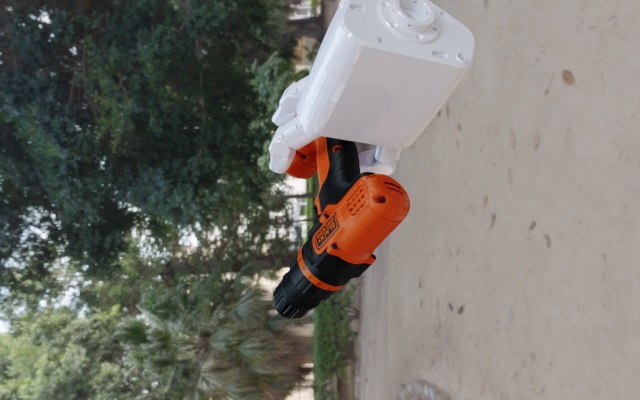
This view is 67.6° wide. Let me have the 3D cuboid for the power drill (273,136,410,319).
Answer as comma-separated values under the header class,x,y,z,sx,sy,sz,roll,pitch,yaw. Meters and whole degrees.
class,x,y,z,sx,sy,sz,roll,pitch,yaw
power drill,0.000,0.001,0.475,0.057,0.187,0.184,18,-51,-31
